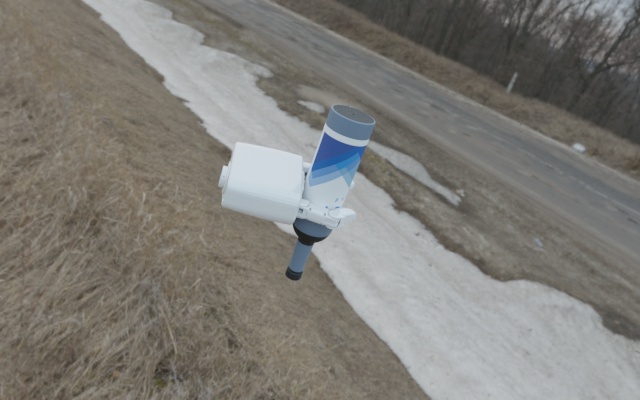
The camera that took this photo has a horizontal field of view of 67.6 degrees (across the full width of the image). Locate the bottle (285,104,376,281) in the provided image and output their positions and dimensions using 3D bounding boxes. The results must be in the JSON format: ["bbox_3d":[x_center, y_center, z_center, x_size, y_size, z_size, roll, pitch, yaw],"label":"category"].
[{"bbox_3d":[0.000,0.002,0.734,0.069,0.296,0.069,16,27,-8],"label":"bottle"}]
